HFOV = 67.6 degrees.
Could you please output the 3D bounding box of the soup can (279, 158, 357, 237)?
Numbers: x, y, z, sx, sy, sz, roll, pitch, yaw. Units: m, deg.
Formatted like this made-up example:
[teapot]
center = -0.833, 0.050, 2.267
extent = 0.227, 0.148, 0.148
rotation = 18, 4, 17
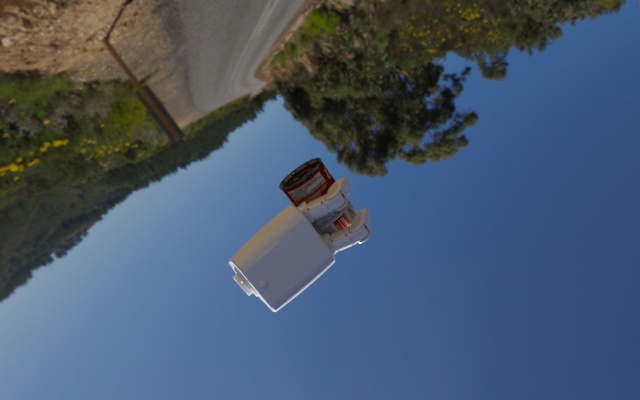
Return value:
[soup can]
center = 0.001, 0.002, 0.655
extent = 0.068, 0.102, 0.068
rotation = -32, 19, 12
